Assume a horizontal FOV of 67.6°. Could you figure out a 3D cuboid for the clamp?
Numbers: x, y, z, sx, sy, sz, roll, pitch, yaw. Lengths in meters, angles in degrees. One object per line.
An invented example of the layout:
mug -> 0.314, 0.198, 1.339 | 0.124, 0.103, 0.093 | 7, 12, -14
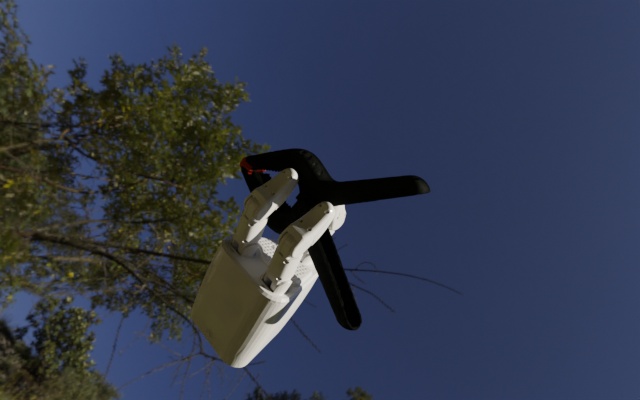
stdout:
clamp -> 0.000, 0.001, 0.477 | 0.210, 0.165, 0.036 | 43, 26, 26
